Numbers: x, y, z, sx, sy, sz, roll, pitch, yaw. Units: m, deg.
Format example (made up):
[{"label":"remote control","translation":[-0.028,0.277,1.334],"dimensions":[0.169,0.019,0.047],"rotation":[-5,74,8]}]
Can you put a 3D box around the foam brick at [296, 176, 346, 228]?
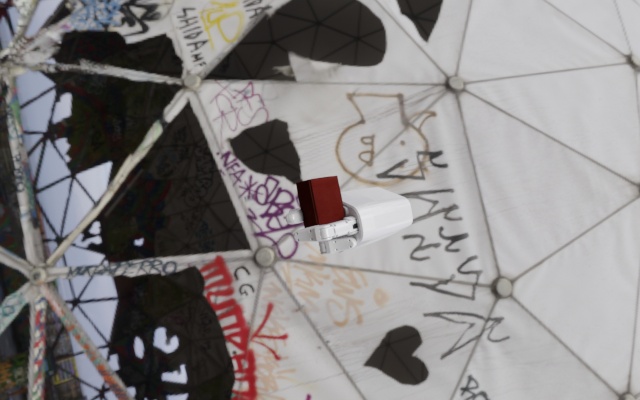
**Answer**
[{"label":"foam brick","translation":[0.000,0.002,0.757],"dimensions":[0.051,0.078,0.053],"rotation":[-13,4,-26]}]
